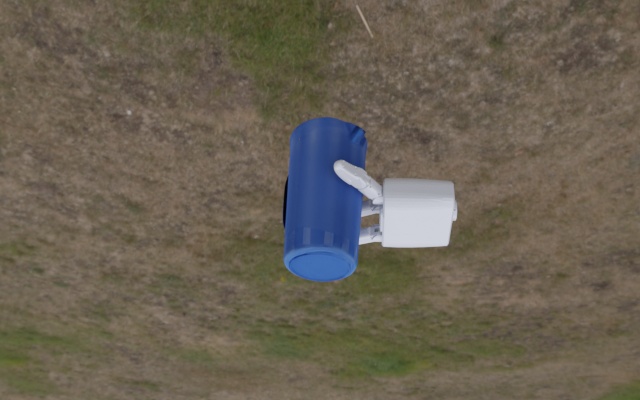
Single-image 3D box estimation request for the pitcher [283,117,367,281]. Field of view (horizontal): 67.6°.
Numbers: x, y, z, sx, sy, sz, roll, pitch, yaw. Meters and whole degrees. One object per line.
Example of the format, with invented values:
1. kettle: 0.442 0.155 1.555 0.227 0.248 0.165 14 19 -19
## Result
1. pitcher: 0.000 0.002 0.762 0.145 0.242 0.149 2 -34 5
